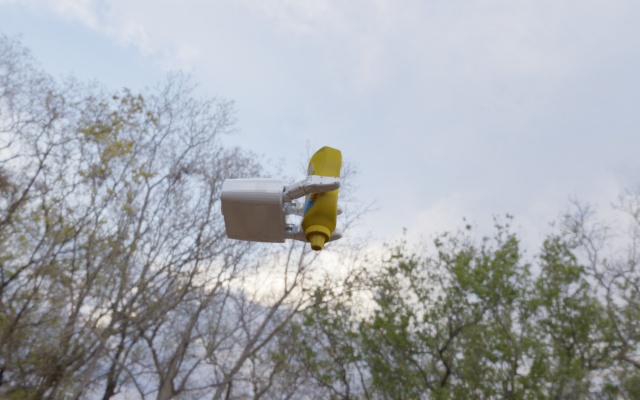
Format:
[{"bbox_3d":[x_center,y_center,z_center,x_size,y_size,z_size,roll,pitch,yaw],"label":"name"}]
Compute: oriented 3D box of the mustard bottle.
[{"bbox_3d":[0.000,0.003,0.830,0.058,0.191,0.096,17,-39,-14],"label":"mustard bottle"}]
